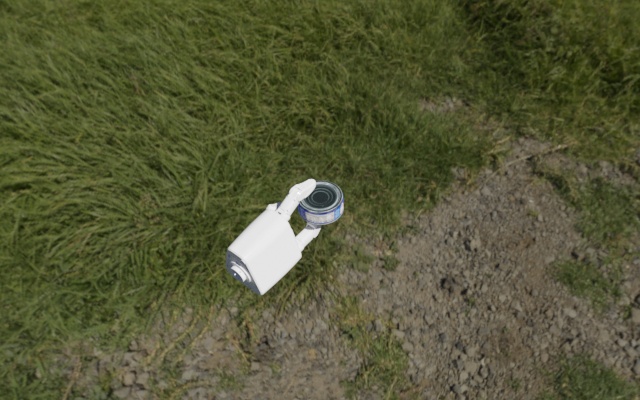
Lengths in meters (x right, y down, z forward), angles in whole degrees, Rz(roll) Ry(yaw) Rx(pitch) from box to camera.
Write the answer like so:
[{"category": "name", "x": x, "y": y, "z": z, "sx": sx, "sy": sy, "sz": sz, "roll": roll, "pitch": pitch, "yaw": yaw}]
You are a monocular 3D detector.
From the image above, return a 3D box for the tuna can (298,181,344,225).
[{"category": "tuna can", "x": 0.000, "y": 0.002, "z": 0.883, "sx": 0.086, "sy": 0.086, "sz": 0.034, "roll": 0, "pitch": -44, "yaw": 3}]
